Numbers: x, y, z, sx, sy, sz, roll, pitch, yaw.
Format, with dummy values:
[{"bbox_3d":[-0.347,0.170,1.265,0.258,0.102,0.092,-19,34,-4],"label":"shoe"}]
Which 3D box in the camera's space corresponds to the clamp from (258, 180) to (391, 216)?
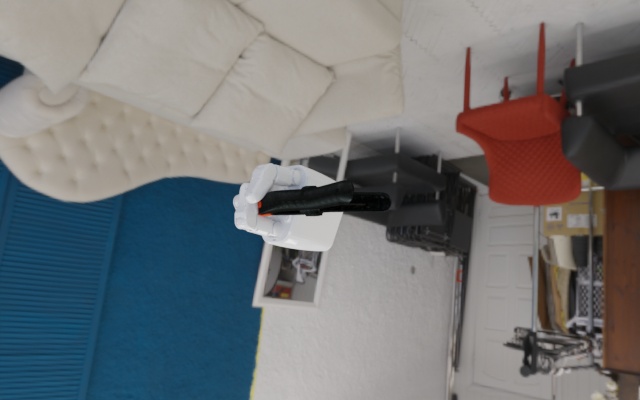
[{"bbox_3d":[0.000,0.003,0.598,0.171,0.039,0.120,-3,-14,39],"label":"clamp"}]
